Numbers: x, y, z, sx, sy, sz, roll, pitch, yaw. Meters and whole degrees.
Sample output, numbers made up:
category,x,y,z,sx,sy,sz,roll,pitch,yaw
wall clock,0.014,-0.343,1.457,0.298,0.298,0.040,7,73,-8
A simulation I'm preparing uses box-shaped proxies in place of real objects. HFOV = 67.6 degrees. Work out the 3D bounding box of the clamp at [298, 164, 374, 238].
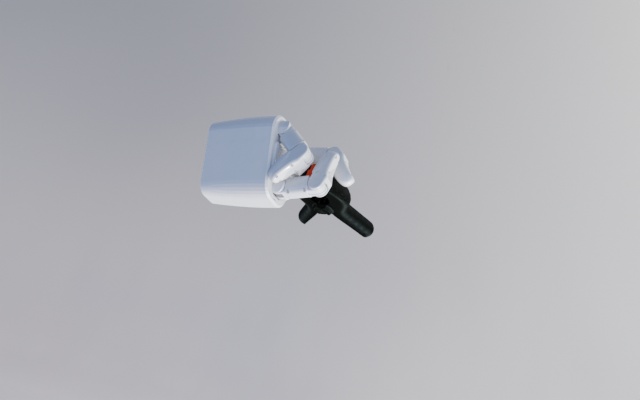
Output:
category,x,y,z,sx,sy,sz,roll,pitch,yaw
clamp,0.000,0.003,0.679,0.120,0.039,0.172,1,-30,24
